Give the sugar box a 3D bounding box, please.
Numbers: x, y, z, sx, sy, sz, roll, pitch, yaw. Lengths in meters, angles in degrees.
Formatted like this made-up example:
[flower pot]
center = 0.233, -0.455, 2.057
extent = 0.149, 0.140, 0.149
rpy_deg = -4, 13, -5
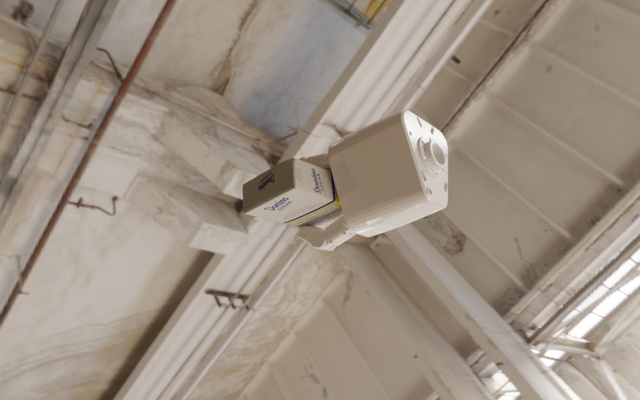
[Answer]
[sugar box]
center = 0.000, 0.001, 0.597
extent = 0.093, 0.048, 0.176
rpy_deg = -24, -31, 38
